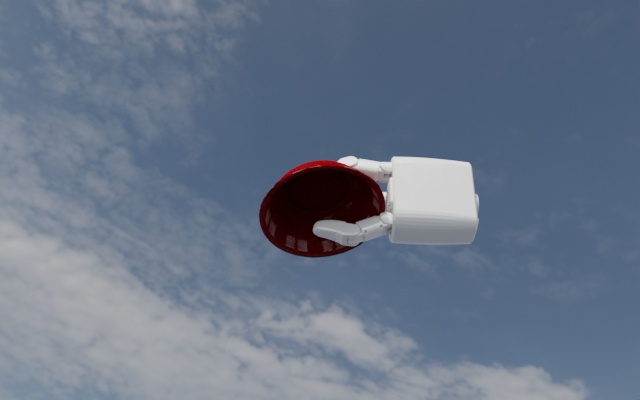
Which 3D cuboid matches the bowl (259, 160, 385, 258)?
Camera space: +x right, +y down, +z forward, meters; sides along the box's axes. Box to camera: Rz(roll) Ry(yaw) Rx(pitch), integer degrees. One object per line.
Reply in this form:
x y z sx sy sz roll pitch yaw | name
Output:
-0.001 0.002 0.623 0.162 0.162 0.055 0 42 -10 | bowl
